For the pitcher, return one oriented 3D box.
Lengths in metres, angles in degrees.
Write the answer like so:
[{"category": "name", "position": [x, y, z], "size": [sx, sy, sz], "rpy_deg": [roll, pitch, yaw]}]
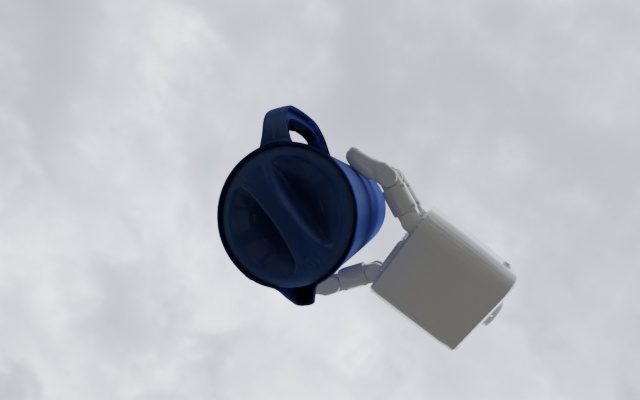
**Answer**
[{"category": "pitcher", "position": [0.000, 0.002, 0.528], "size": [0.145, 0.149, 0.243], "rpy_deg": [35, 11, 13]}]
